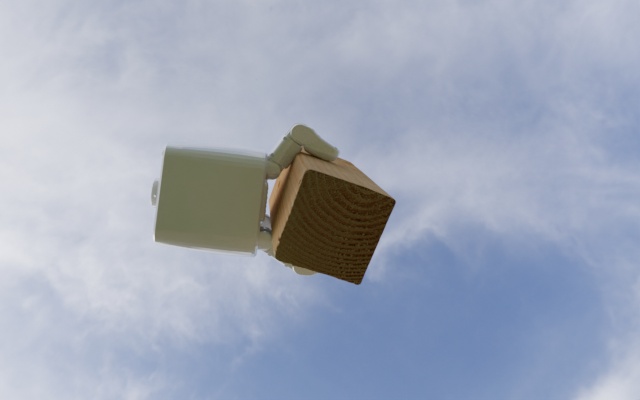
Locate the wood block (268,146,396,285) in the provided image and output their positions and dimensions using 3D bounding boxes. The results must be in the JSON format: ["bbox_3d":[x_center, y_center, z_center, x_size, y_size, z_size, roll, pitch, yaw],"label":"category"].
[{"bbox_3d":[0.000,0.001,0.528,0.090,0.091,0.206,19,11,-12],"label":"wood block"}]
